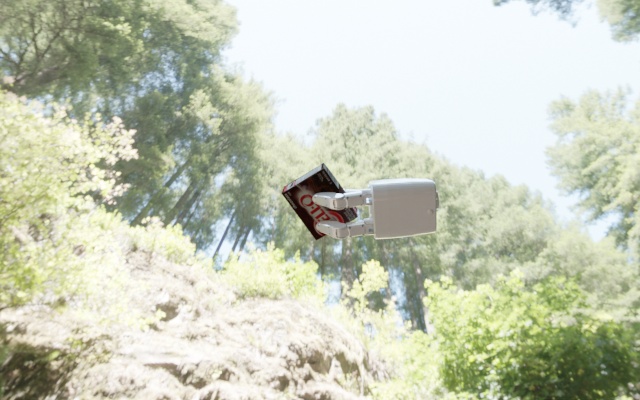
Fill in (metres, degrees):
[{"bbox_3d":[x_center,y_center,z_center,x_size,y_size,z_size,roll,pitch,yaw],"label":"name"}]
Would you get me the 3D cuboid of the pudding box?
[{"bbox_3d":[0.000,0.003,0.842,0.090,0.113,0.039,-31,17,15],"label":"pudding box"}]
